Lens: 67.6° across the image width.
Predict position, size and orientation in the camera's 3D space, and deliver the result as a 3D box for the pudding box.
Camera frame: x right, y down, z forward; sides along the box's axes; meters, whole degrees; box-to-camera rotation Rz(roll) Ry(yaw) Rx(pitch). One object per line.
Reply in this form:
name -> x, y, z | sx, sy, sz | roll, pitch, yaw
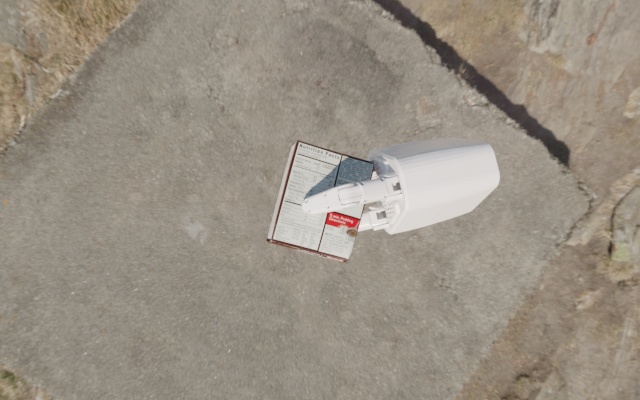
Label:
pudding box -> 0.000, 0.002, 0.510 | 0.090, 0.113, 0.039 | 16, -8, -9
